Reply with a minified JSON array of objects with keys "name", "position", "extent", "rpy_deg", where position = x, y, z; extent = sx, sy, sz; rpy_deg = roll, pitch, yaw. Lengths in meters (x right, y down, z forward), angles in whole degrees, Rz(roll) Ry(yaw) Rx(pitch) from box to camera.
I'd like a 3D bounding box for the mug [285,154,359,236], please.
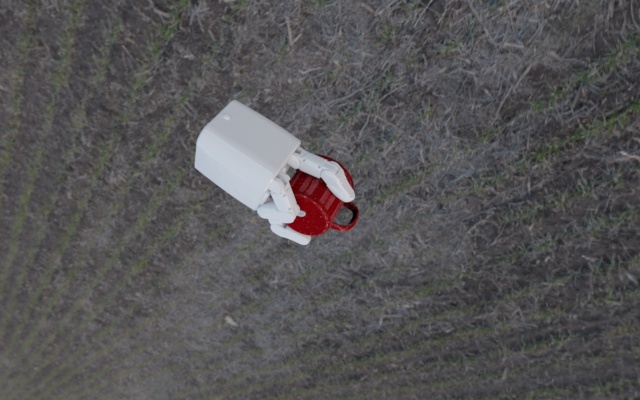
[{"name":"mug","position":[0.001,0.003,0.675],"extent":[0.117,0.081,0.093],"rpy_deg":[34,-41,-2]}]
